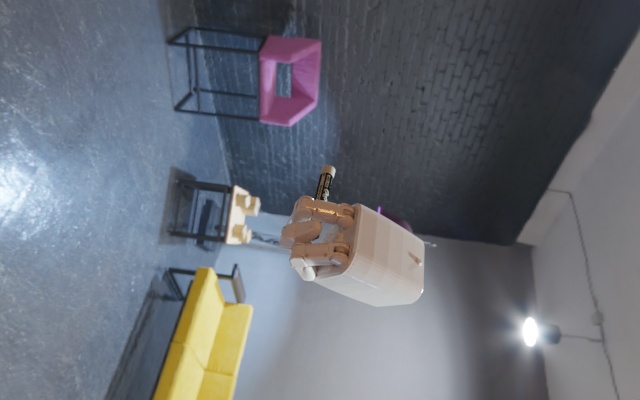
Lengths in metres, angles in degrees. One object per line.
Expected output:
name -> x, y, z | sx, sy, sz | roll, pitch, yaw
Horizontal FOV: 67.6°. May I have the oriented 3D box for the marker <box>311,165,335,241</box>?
marker -> 0.000, 0.002, 0.629 | 0.020, 0.121, 0.020 | 8, -39, 7
